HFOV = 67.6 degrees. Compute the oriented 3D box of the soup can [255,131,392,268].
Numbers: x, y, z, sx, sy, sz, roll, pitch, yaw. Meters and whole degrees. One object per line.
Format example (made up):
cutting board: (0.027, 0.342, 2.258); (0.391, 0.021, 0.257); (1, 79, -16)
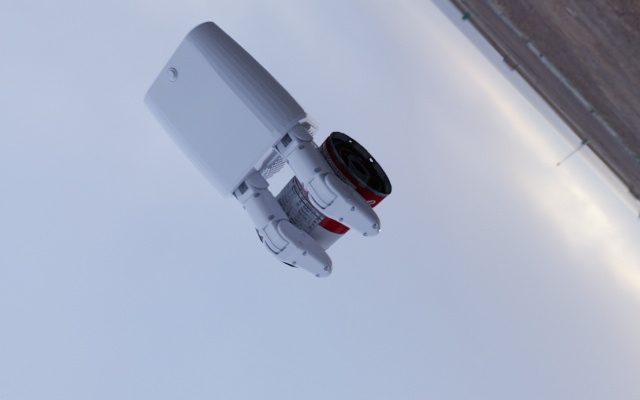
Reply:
soup can: (0.000, 0.002, 0.402); (0.102, 0.068, 0.068); (-44, -21, 24)
